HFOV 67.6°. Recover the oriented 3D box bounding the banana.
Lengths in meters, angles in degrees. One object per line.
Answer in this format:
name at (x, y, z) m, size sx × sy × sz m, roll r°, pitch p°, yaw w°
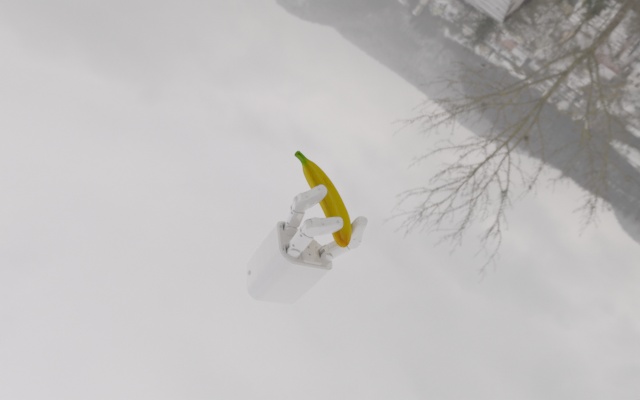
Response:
banana at (0.011, 0.003, 0.795) m, size 0.037 × 0.197 × 0.069 m, roll -44°, pitch -34°, yaw 24°
